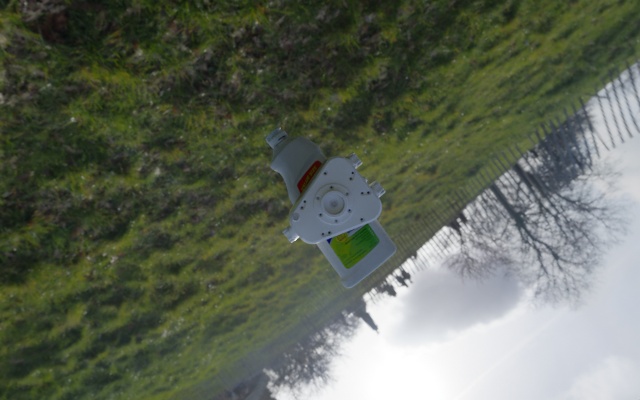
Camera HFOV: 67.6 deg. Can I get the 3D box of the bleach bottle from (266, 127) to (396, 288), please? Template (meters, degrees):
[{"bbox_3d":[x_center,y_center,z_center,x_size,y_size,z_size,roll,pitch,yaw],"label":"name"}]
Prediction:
[{"bbox_3d":[0.000,0.002,0.716,0.102,0.251,0.068,-39,1,-2],"label":"bleach bottle"}]
